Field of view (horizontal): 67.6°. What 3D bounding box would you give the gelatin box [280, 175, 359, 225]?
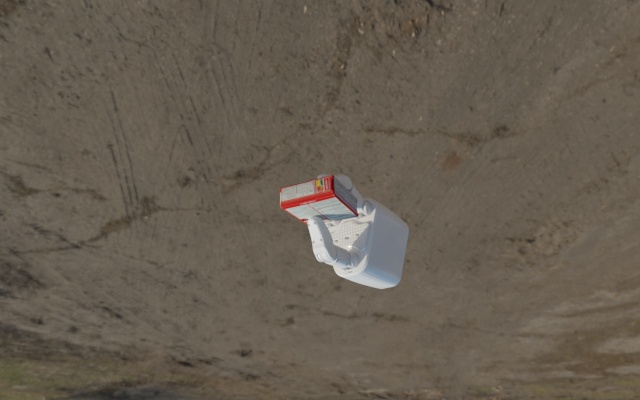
[{"bbox_3d":[0.000,0.002,0.613,0.073,0.030,0.089,-13,-23,21],"label":"gelatin box"}]
